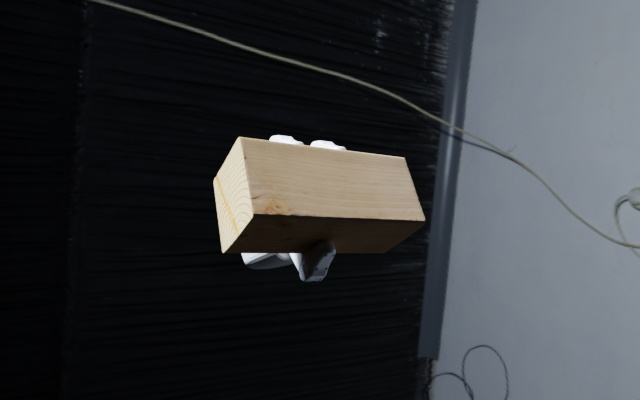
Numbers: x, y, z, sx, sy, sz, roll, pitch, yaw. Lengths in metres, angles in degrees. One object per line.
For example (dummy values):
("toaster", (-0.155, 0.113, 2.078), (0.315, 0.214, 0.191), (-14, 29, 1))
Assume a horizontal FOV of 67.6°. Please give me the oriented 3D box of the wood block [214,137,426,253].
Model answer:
("wood block", (0.000, 0.002, 0.525), (0.206, 0.090, 0.090), (3, -30, -30))
